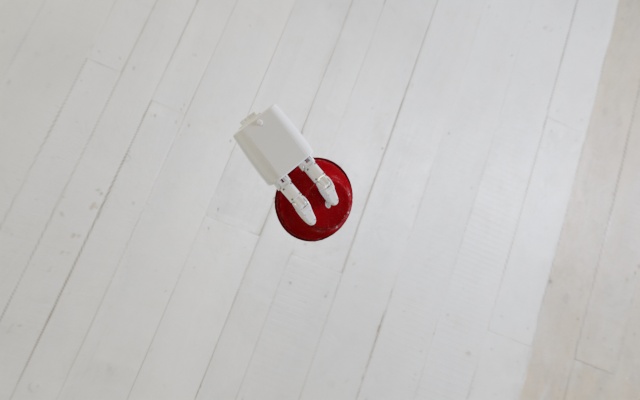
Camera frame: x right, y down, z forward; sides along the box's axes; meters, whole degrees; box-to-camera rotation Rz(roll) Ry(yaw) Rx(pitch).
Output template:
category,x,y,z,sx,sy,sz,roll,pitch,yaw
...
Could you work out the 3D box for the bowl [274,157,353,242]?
category,x,y,z,sx,sy,sz,roll,pitch,yaw
bowl,0.001,0.004,0.878,0.162,0.162,0.055,0,9,-25
